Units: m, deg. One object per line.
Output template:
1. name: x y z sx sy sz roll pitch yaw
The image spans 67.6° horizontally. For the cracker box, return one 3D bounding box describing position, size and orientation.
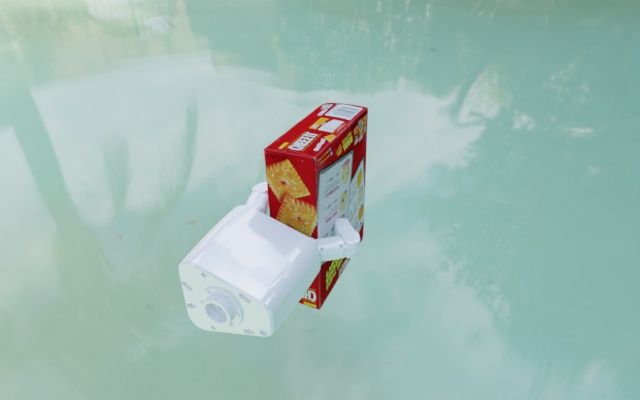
1. cracker box: 0.000 0.002 0.613 0.072 0.214 0.164 13 34 21
